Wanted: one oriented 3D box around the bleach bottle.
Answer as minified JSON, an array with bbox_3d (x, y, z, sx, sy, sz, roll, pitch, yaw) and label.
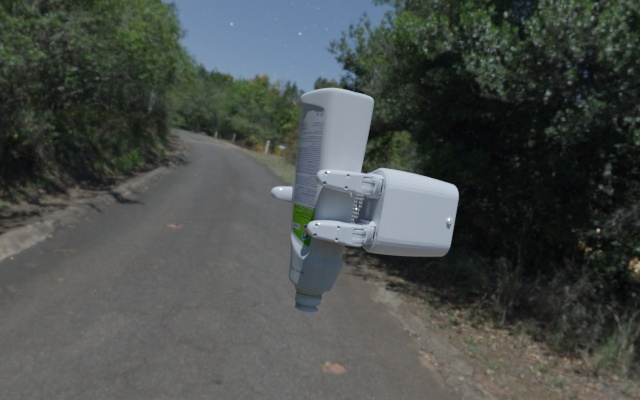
[{"bbox_3d":[0.000,0.002,0.560,0.068,0.251,0.102,8,3,-24],"label":"bleach bottle"}]
